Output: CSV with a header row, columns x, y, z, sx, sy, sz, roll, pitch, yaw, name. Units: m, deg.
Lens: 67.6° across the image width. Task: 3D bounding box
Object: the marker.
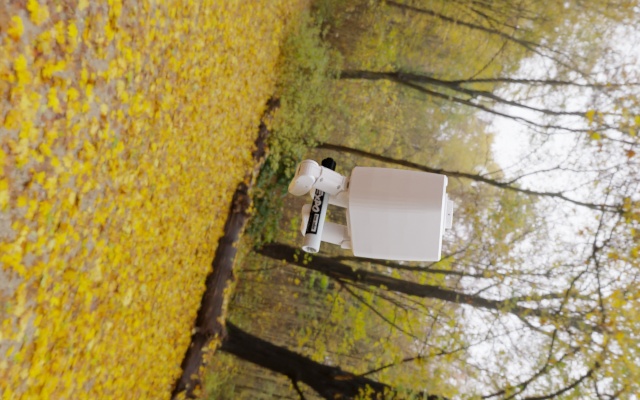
x,y,z,sx,sy,sz,roll,pitch,yaw,name
0.000,0.002,0.551,0.020,0.121,0.020,10,-28,5,marker
